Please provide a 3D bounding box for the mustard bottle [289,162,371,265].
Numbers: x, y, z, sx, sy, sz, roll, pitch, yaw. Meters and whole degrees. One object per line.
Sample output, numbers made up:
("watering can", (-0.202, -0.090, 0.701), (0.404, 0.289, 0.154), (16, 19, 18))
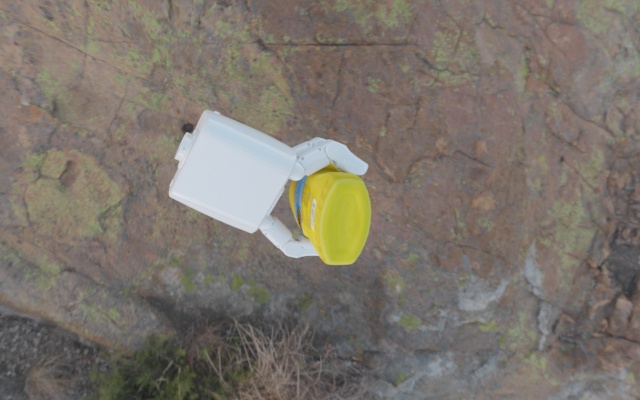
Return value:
("mustard bottle", (0.000, 0.002, 0.577), (0.058, 0.096, 0.191), (0, 13, -16))
